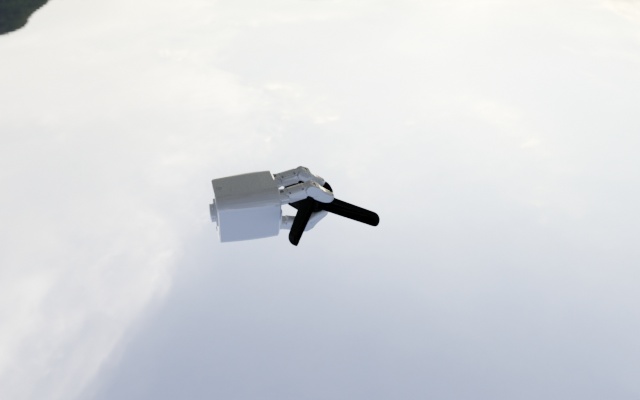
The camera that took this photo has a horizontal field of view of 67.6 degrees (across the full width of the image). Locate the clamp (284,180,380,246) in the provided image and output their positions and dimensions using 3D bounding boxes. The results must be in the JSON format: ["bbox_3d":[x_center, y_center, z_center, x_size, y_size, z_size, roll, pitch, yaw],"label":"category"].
[{"bbox_3d":[0.000,0.003,0.862,0.164,0.036,0.209,-7,34,-16],"label":"clamp"}]
